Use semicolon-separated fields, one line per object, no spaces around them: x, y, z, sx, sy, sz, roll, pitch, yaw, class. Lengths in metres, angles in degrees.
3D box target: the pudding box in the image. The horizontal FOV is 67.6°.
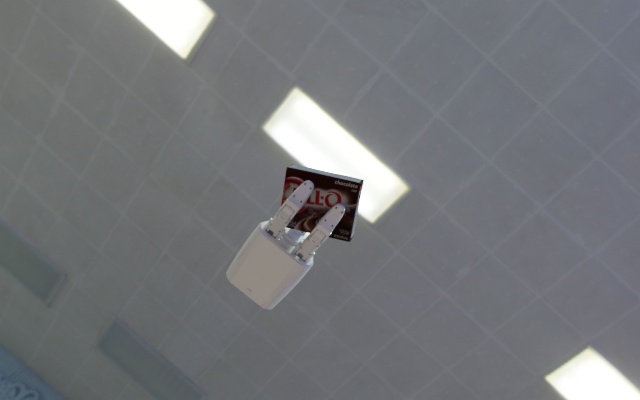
0.000;0.002;0.696;0.113;0.090;0.039;12;17;9;pudding box
